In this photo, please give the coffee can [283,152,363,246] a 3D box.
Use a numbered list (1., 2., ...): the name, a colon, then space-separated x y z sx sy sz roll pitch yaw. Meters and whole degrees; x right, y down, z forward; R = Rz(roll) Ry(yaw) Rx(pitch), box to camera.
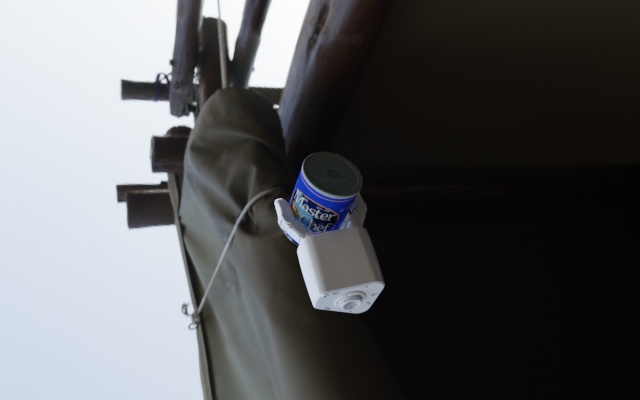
1. coffee can: 0.000 0.002 0.817 0.103 0.102 0.140 0 -42 -24
